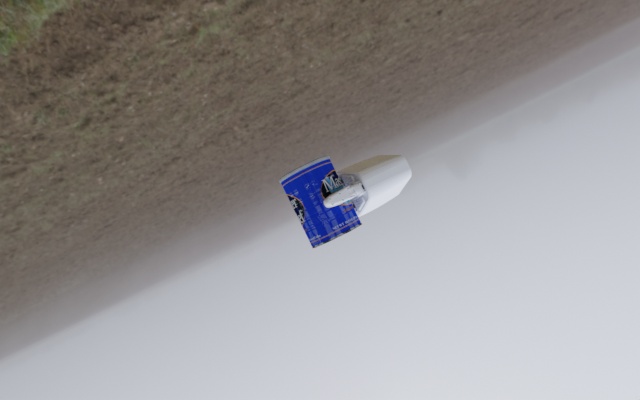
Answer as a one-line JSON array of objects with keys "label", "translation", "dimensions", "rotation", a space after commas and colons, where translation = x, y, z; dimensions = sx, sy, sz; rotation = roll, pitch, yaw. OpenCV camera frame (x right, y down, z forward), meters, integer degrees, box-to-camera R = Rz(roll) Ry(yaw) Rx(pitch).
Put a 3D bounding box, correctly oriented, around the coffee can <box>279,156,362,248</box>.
[{"label": "coffee can", "translation": [0.000, 0.003, 0.877], "dimensions": [0.103, 0.140, 0.103], "rotation": [-26, -2, -1]}]
